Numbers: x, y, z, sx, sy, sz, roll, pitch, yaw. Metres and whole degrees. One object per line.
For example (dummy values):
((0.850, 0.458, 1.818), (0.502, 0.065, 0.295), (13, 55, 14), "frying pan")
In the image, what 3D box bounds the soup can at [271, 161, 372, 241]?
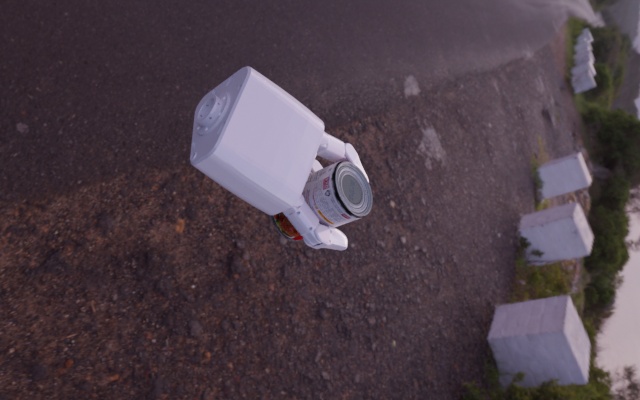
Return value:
((0.001, 0.002, 0.553), (0.102, 0.068, 0.068), (-22, -14, 37), "soup can")
